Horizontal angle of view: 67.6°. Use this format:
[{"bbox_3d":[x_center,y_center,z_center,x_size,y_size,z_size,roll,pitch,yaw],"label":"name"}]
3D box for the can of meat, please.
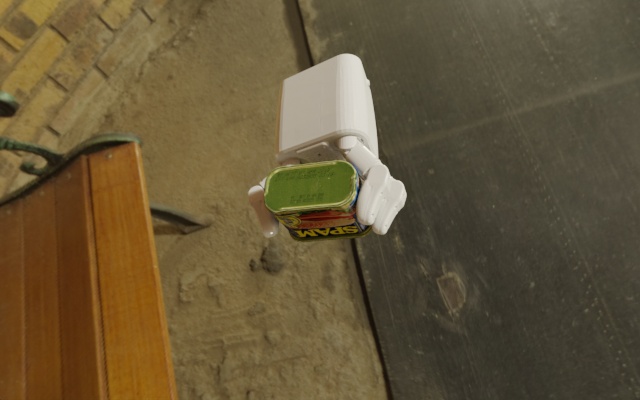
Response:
[{"bbox_3d":[0.000,0.002,0.506,0.102,0.057,0.084,-6,-26,16],"label":"can of meat"}]
